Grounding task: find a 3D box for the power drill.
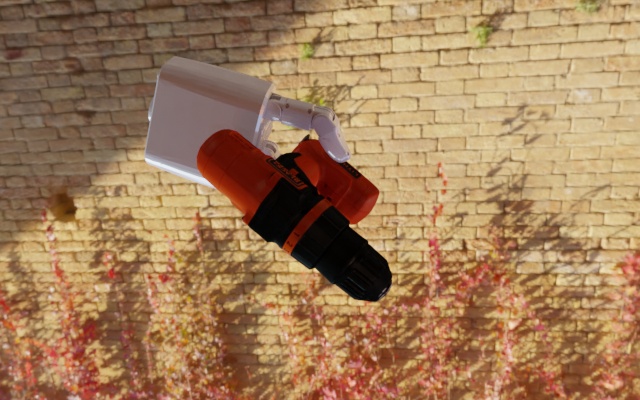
[{"bbox_3d":[0.000,0.001,0.437,0.184,0.057,0.187,41,16,7],"label":"power drill"}]
